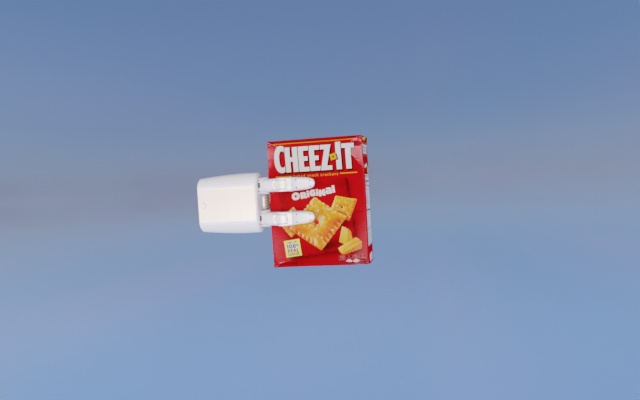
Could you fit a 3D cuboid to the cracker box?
[{"bbox_3d":[0.000,0.003,0.807,0.164,0.213,0.072,-3,2,11],"label":"cracker box"}]
